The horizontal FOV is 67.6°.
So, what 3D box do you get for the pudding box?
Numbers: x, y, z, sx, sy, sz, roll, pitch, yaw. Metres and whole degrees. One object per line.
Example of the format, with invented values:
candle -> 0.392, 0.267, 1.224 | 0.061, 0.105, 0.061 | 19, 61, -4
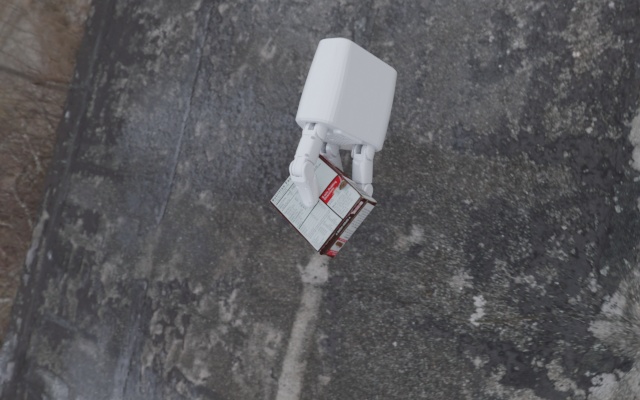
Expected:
pudding box -> 0.000, 0.002, 0.593 | 0.113, 0.090, 0.039 | 45, 12, 36
